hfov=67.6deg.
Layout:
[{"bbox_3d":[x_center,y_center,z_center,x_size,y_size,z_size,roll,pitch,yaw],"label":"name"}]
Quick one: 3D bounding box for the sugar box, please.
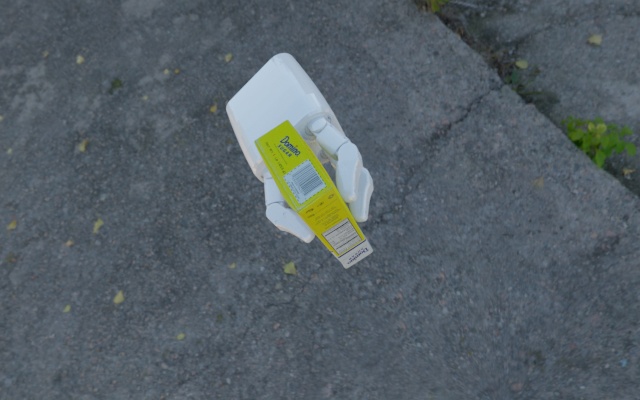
[{"bbox_3d":[0.000,0.001,0.502,0.048,0.093,0.176,-34,-29,4],"label":"sugar box"}]
